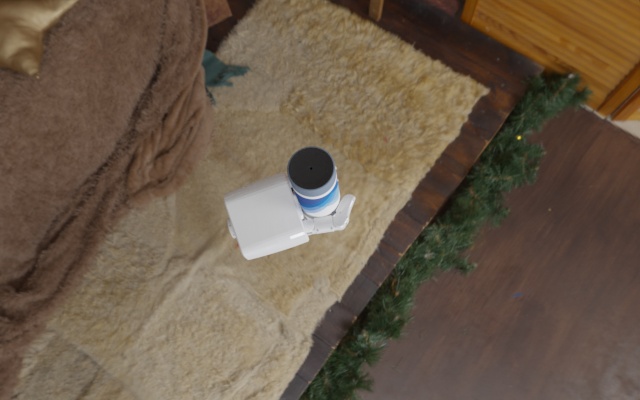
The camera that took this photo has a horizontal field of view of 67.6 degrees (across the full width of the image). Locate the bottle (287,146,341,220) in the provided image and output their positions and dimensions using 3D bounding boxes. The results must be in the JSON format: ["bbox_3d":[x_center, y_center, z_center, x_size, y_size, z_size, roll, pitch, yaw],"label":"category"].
[{"bbox_3d":[0.000,0.002,0.787,0.069,0.069,0.296,0,-18,5],"label":"bottle"}]
